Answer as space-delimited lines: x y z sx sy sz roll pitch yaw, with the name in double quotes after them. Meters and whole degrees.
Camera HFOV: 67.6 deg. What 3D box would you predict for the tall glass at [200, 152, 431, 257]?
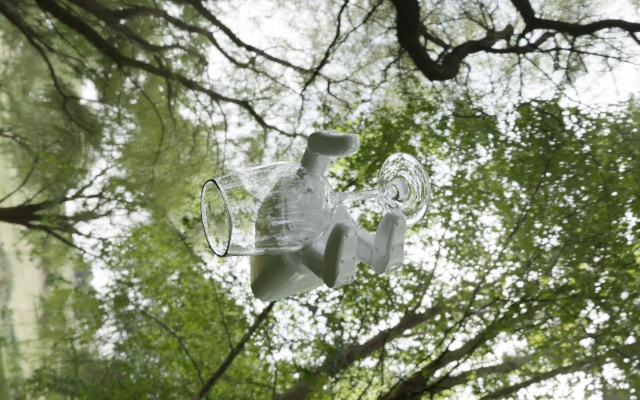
0.001 0.001 0.425 0.201 0.079 0.079 -9 5 -33 "tall glass"
